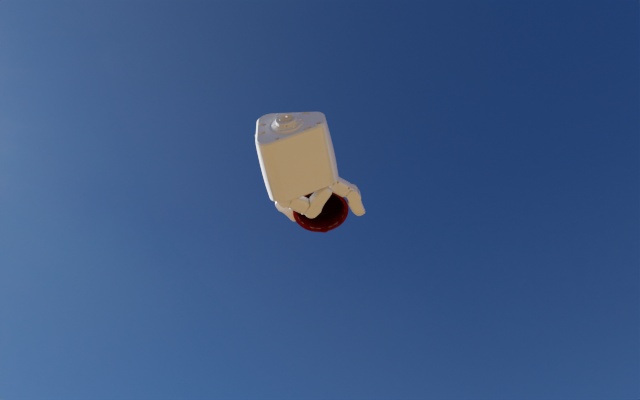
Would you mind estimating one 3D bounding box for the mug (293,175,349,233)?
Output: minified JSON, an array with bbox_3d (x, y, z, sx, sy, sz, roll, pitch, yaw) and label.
[{"bbox_3d":[0.000,0.004,0.833,0.093,0.117,0.081,-10,39,3],"label":"mug"}]
